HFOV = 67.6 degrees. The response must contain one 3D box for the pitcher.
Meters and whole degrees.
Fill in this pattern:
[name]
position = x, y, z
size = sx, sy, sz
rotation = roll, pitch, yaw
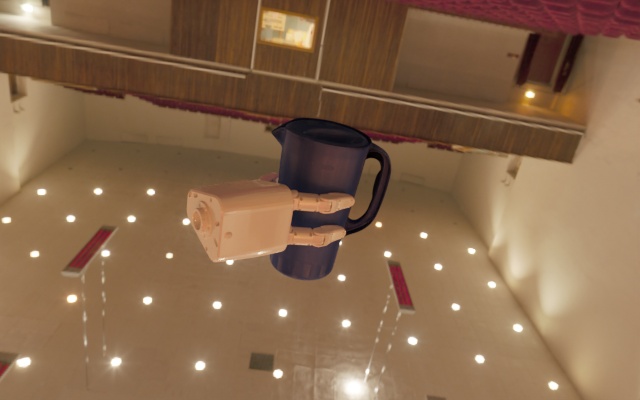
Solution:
[pitcher]
position = 0.000, 0.002, 0.752
size = 0.145, 0.243, 0.149
rotation = -9, 31, -40
